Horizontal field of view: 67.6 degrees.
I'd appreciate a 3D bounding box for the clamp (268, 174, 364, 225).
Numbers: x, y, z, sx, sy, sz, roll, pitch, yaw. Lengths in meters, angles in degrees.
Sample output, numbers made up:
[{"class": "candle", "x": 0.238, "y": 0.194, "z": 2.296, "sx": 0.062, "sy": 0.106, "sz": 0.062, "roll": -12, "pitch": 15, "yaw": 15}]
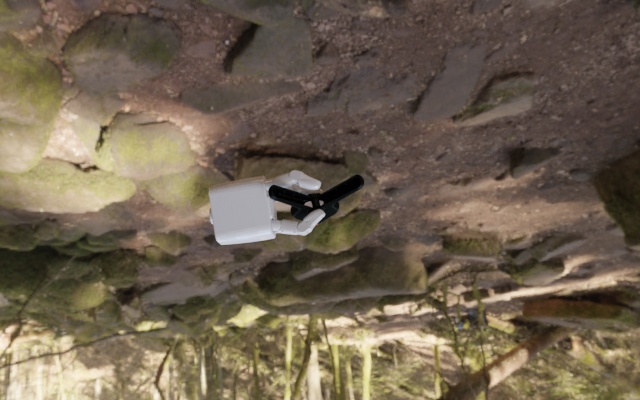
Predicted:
[{"class": "clamp", "x": 0.000, "y": 0.004, "z": 0.896, "sx": 0.164, "sy": 0.036, "sz": 0.210, "roll": -8, "pitch": -18, "yaw": 2}]
